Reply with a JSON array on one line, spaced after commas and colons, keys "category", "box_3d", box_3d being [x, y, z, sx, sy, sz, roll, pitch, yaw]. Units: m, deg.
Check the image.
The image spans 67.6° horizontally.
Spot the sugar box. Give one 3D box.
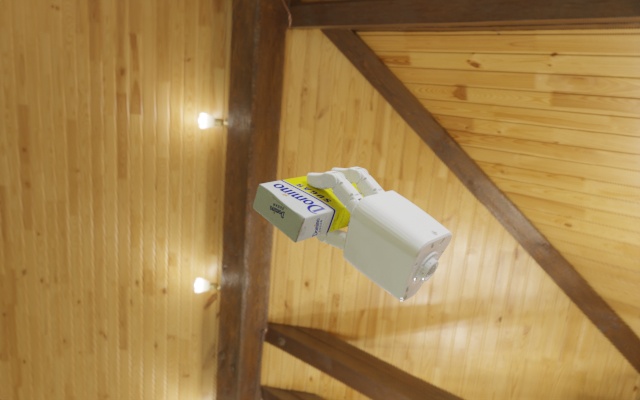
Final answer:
[{"category": "sugar box", "box_3d": [0.000, 0.002, 0.690, 0.093, 0.048, 0.176, 36, 29, 31]}]
